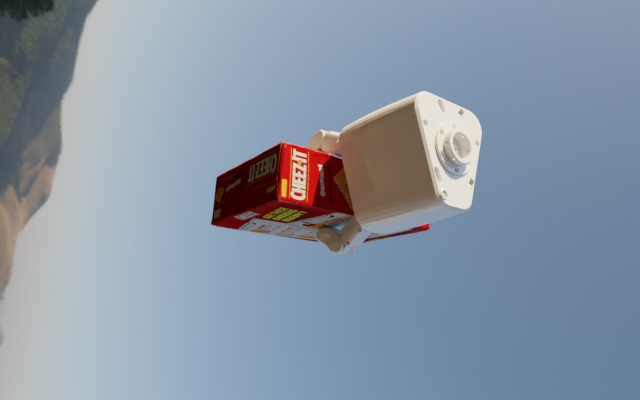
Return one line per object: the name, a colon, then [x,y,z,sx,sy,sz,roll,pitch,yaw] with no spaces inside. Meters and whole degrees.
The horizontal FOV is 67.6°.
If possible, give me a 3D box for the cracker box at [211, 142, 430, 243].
cracker box: [0.000,0.002,0.583,0.214,0.072,0.164,13,-18,-34]
